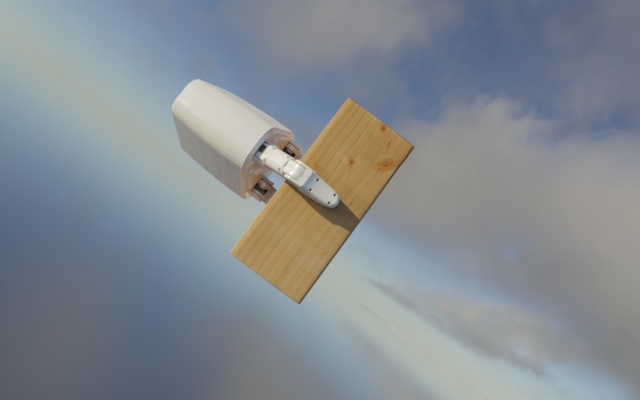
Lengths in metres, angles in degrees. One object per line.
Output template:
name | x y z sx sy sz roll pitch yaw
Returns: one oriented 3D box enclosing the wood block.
wood block | 0.000 0.001 0.536 0.090 0.206 0.091 37 -7 -2
